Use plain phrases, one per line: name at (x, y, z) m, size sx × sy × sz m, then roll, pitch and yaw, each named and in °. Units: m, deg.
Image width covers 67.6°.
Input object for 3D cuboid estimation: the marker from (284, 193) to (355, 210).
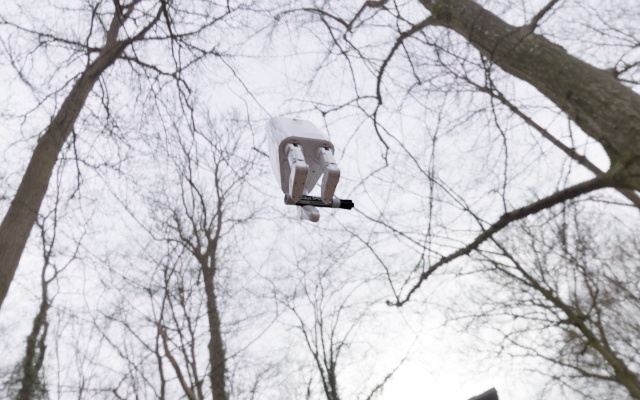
marker at (0.000, 0.003, 0.774) m, size 0.121 × 0.020 × 0.020 m, roll 5°, pitch -2°, yaw -23°
